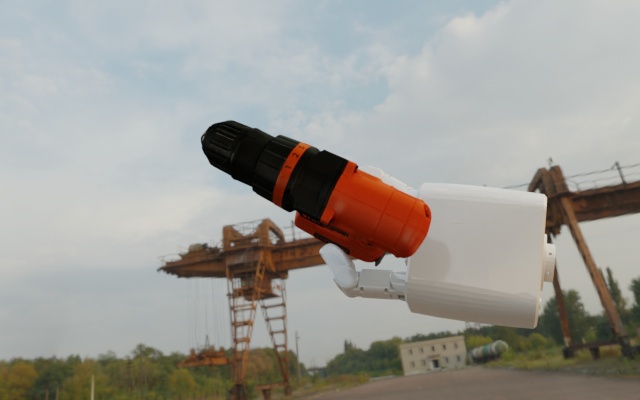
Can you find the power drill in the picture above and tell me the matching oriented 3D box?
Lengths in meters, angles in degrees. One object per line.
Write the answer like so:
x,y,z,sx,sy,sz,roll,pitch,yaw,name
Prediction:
0.000,0.002,0.422,0.184,0.057,0.188,27,-5,11,power drill
